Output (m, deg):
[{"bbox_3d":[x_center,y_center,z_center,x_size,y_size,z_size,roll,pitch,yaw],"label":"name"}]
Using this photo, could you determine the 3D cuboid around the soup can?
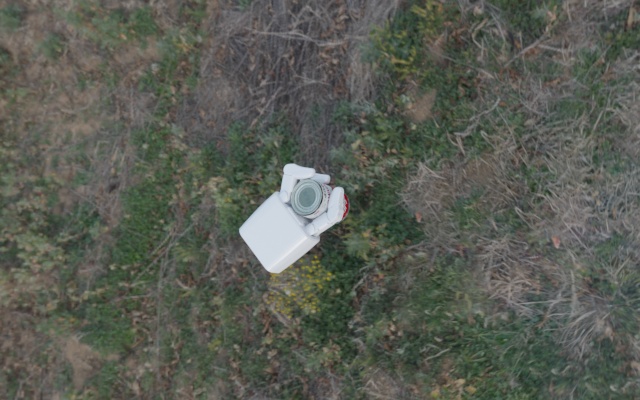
[{"bbox_3d":[0.000,0.003,0.874,0.068,0.068,0.102,0,-10,31],"label":"soup can"}]
